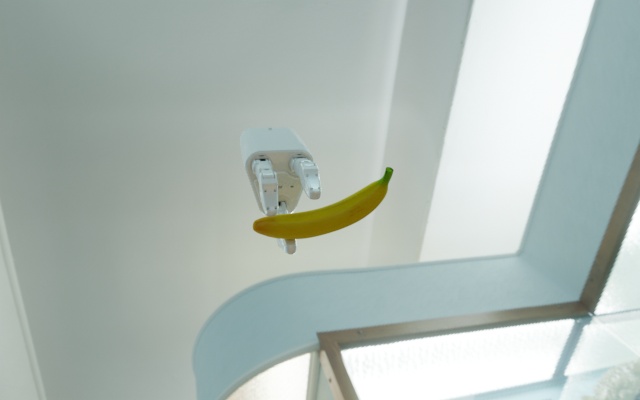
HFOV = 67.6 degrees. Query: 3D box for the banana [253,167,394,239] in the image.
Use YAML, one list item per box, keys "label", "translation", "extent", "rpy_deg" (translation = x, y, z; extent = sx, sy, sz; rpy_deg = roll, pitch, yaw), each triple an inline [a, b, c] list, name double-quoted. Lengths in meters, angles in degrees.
- label: "banana"
  translation: [0.009, 0.015, 0.643]
  extent: [0.198, 0.070, 0.037]
  rpy_deg: [-23, 35, 0]
